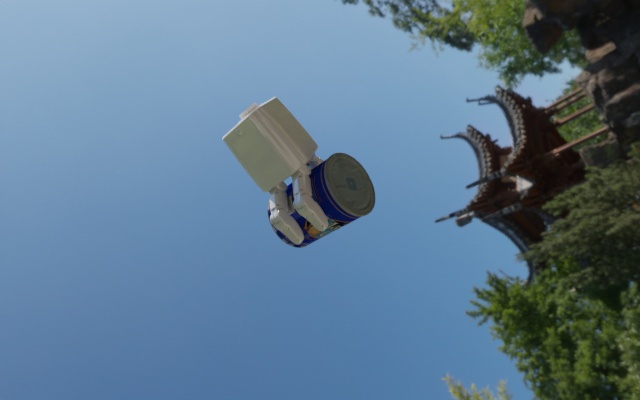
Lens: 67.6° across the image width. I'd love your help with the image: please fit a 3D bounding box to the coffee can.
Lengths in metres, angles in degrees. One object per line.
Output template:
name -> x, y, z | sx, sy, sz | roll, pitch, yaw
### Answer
coffee can -> 0.000, 0.002, 0.746 | 0.103, 0.102, 0.140 | 0, -24, -47
